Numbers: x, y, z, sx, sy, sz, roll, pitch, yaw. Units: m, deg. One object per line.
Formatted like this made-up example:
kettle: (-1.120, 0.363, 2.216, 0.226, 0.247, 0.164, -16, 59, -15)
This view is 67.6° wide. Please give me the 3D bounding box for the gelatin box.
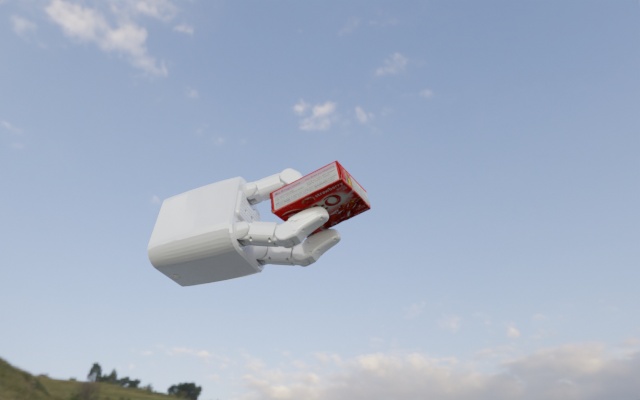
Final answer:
gelatin box: (0.000, 0.001, 0.528, 0.089, 0.030, 0.073, -26, -37, 19)
